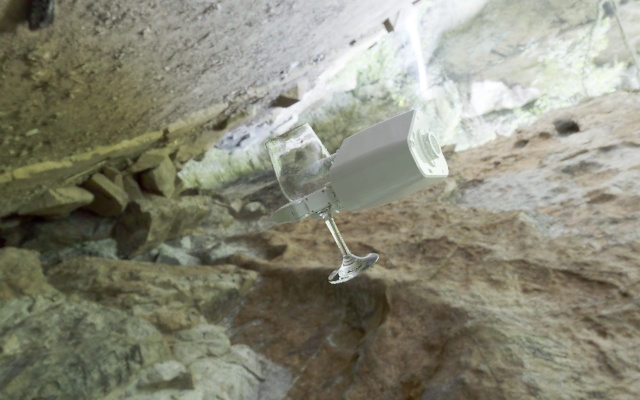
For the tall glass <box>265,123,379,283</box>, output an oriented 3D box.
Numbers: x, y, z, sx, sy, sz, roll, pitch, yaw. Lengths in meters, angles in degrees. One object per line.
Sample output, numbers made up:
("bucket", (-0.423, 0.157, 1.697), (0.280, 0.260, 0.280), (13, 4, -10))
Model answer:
("tall glass", (0.000, 0.003, 0.624), (0.079, 0.201, 0.079), (-27, 7, 3))
